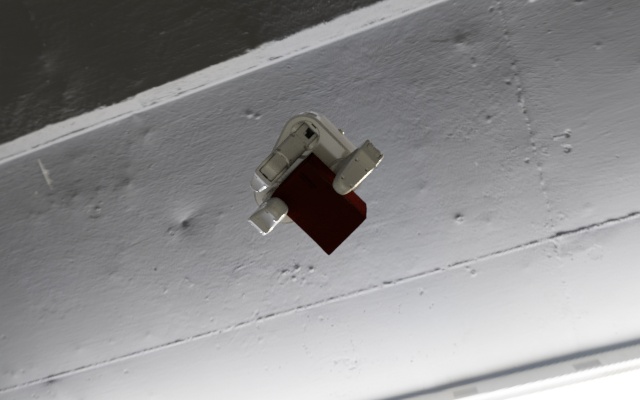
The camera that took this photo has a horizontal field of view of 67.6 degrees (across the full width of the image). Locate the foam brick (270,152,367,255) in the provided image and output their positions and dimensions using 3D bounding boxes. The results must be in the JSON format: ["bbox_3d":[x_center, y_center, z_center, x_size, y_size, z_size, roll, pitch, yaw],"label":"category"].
[{"bbox_3d":[0.000,0.002,0.456,0.053,0.078,0.051,-44,7,14],"label":"foam brick"}]
